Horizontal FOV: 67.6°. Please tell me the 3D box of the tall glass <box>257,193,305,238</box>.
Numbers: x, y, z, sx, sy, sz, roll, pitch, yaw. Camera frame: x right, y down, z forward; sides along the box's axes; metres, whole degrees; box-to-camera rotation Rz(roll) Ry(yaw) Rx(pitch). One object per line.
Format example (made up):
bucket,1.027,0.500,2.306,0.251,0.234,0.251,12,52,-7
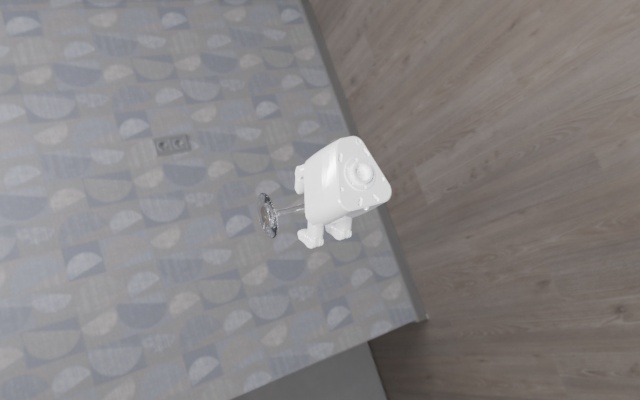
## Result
tall glass,-0.001,0.003,0.804,0.201,0.079,0.079,-14,7,-28
